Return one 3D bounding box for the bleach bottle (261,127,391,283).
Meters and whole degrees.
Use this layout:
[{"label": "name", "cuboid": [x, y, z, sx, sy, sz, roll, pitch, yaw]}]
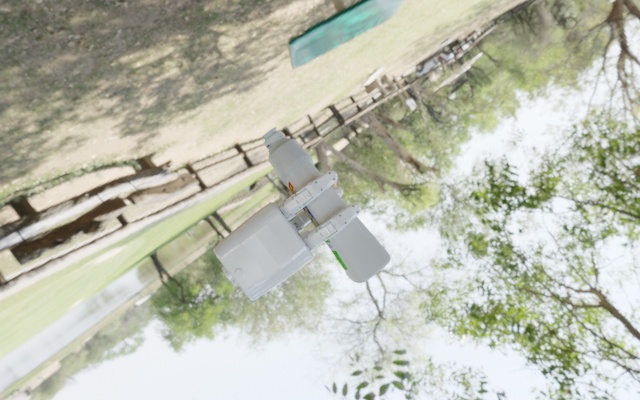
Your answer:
[{"label": "bleach bottle", "cuboid": [0.000, 0.002, 0.702, 0.068, 0.251, 0.102, -37, 2, -6]}]
